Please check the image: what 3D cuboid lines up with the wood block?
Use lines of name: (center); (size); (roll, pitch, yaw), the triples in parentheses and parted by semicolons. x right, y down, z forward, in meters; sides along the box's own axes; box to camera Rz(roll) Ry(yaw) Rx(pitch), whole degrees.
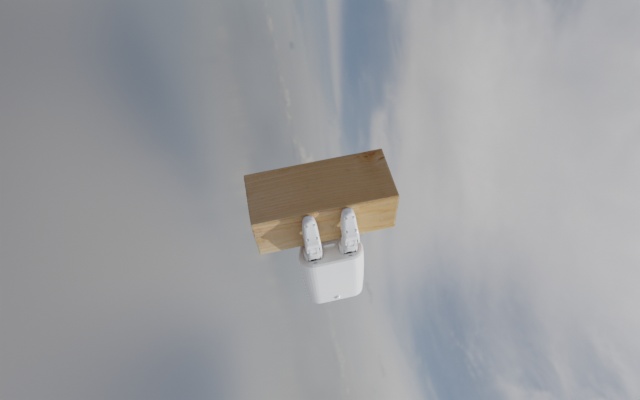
wood block: (0.000, 0.002, 0.705); (0.206, 0.090, 0.090); (-12, -33, -5)
